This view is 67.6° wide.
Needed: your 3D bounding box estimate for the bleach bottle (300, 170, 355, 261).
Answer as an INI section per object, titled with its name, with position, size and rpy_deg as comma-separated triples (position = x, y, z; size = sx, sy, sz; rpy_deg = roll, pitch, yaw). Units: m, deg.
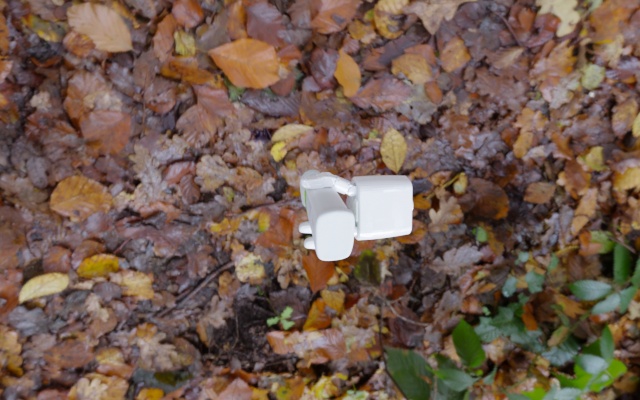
[bleach bottle]
position = 0.000, 0.003, 0.895
size = 0.068, 0.103, 0.250
rpy_deg = -4, 30, -10
